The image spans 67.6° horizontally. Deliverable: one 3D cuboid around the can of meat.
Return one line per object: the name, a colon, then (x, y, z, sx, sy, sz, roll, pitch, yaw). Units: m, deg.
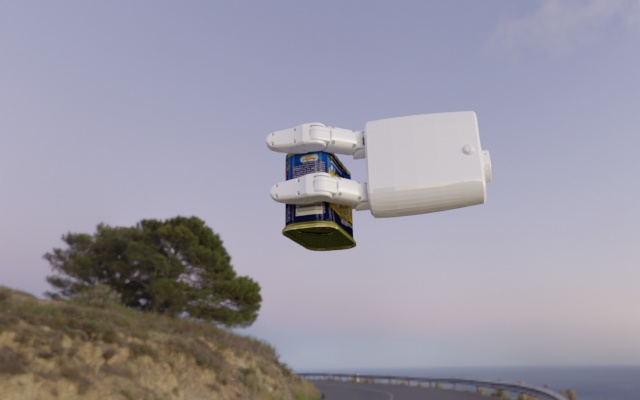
can of meat: (0.000, 0.001, 0.503, 0.057, 0.084, 0.102, -7, -19, 18)
